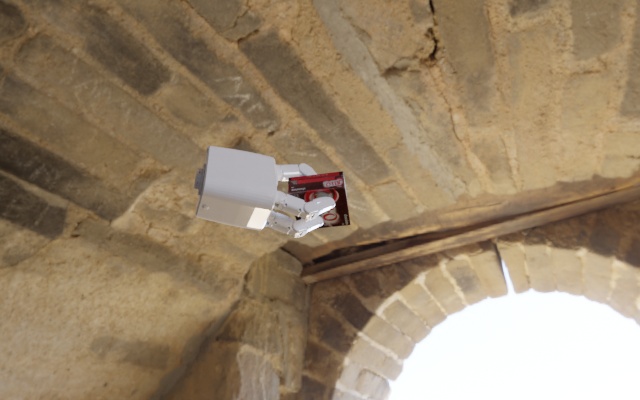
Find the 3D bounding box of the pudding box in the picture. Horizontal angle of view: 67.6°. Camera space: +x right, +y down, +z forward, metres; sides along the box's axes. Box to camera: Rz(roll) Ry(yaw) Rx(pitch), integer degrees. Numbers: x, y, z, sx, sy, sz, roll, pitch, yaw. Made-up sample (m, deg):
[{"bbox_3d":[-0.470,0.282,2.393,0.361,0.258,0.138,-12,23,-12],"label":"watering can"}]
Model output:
[{"bbox_3d":[0.000,0.002,0.784,0.090,0.039,0.114,-6,-33,6],"label":"pudding box"}]
